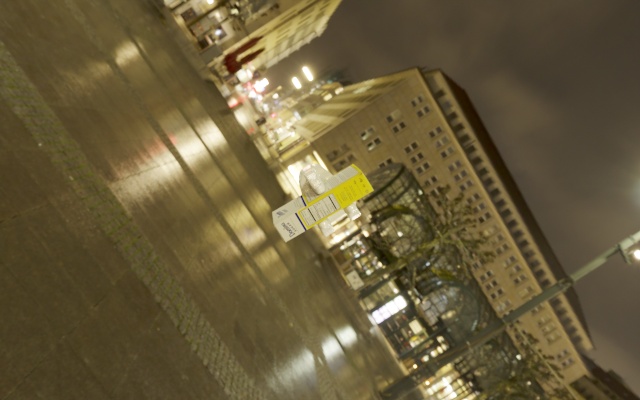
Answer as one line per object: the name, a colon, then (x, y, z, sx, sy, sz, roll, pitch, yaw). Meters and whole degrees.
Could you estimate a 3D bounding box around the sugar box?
sugar box: (0.000, 0.003, 0.844, 0.176, 0.048, 0.093, -33, 14, 1)
